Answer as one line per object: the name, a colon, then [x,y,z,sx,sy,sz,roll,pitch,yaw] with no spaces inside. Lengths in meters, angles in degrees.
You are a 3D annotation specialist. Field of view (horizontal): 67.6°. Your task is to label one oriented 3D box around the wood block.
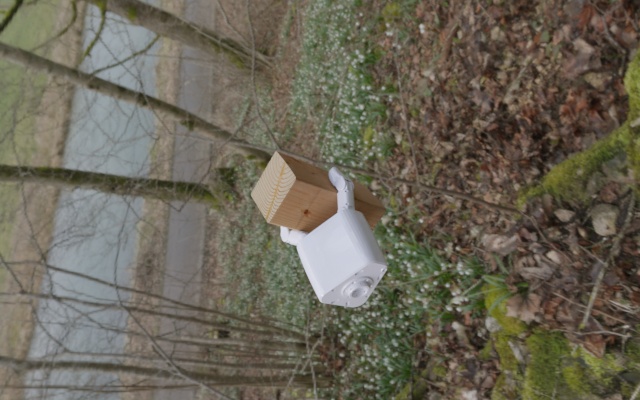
wood block: [0.000,0.003,0.822,0.206,0.091,0.090,18,23,-39]
